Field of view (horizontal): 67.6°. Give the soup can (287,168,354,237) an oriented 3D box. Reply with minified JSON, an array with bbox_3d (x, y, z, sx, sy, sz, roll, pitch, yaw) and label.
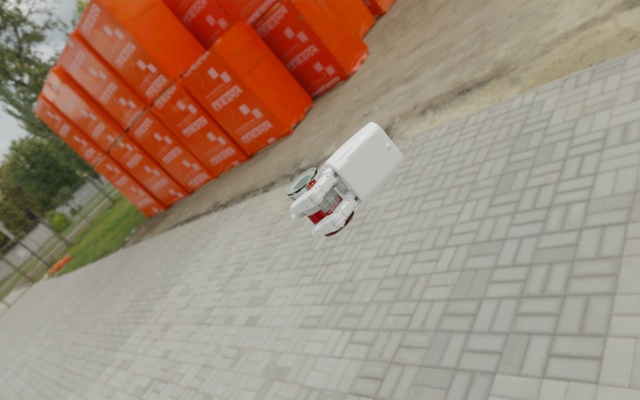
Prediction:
[{"bbox_3d":[0.000,0.003,0.811,0.068,0.102,0.068,-37,19,15],"label":"soup can"}]
